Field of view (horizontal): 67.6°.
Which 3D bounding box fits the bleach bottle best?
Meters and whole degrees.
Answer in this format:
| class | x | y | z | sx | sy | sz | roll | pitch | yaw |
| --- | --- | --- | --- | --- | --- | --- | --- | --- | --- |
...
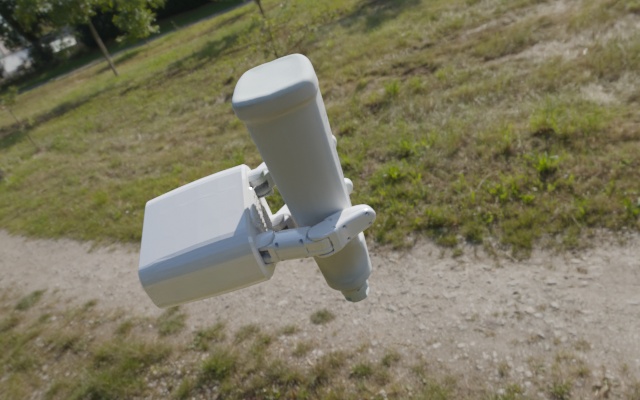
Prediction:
| class | x | y | z | sx | sy | sz | roll | pitch | yaw |
| --- | --- | --- | --- | --- | --- | --- | --- | --- | --- |
| bleach bottle | 0.000 | 0.001 | 0.440 | 0.068 | 0.251 | 0.102 | -18 | 30 | 5 |
